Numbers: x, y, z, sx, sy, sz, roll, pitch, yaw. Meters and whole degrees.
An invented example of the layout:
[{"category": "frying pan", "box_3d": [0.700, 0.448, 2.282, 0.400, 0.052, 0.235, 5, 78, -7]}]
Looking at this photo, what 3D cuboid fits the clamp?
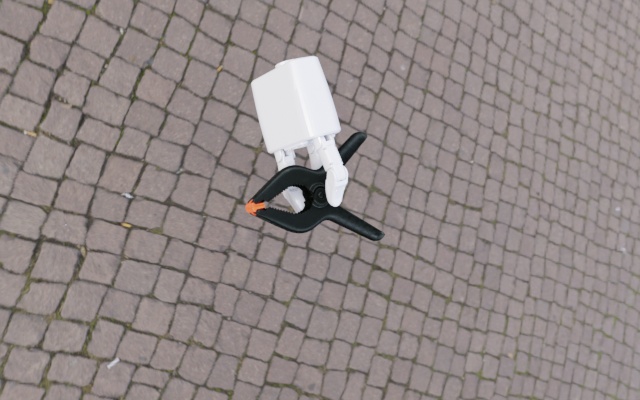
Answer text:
[{"category": "clamp", "box_3d": [0.000, 0.002, 0.676, 0.210, 0.164, 0.036, -18, 3, -28]}]
